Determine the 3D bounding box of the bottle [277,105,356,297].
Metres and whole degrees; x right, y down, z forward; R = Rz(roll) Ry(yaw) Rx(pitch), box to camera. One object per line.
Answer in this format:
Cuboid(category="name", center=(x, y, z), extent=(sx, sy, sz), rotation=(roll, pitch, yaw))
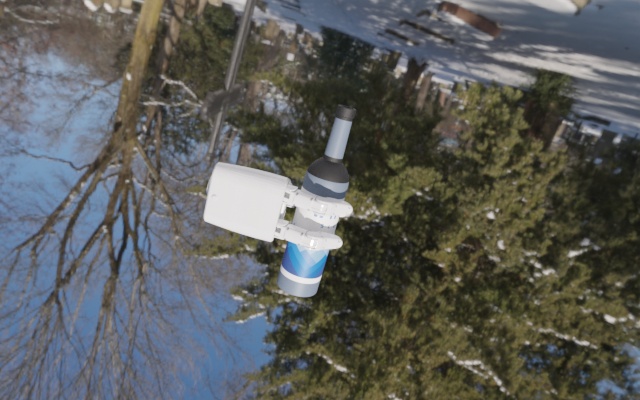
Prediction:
Cuboid(category="bottle", center=(0.000, 0.003, 0.723), extent=(0.069, 0.296, 0.069), rotation=(14, 18, -5))
